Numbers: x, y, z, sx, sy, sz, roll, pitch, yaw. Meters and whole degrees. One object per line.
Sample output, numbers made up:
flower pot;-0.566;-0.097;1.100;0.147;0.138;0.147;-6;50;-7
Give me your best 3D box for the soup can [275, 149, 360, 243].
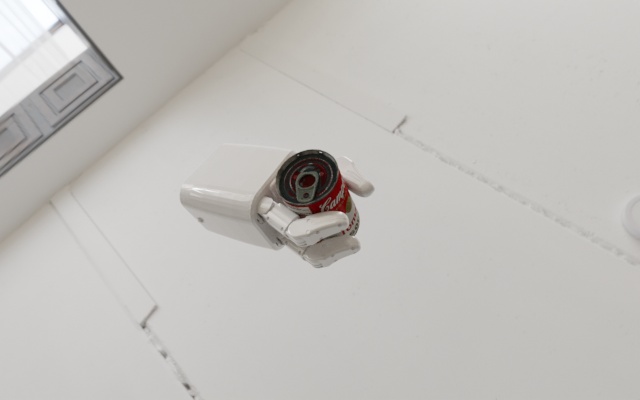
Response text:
soup can;0.001;0.002;0.522;0.068;0.068;0.102;0;-32;20
